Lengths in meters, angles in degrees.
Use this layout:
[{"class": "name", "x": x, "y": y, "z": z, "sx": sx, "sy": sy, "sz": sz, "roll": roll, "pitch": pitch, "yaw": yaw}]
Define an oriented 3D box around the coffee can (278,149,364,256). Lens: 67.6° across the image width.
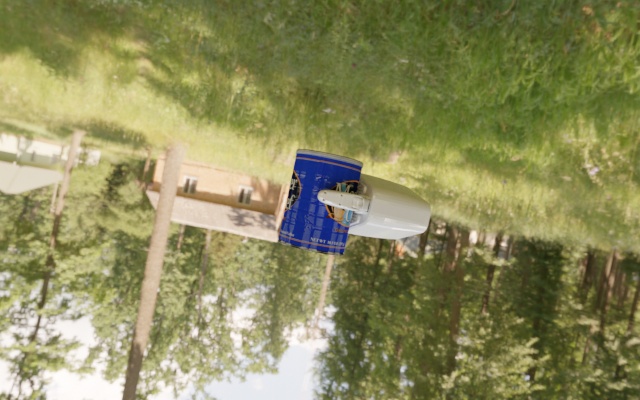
[{"class": "coffee can", "x": 0.000, "y": 0.002, "z": 0.714, "sx": 0.103, "sy": 0.140, "sz": 0.103, "roll": 12, "pitch": 0, "yaw": 0}]
